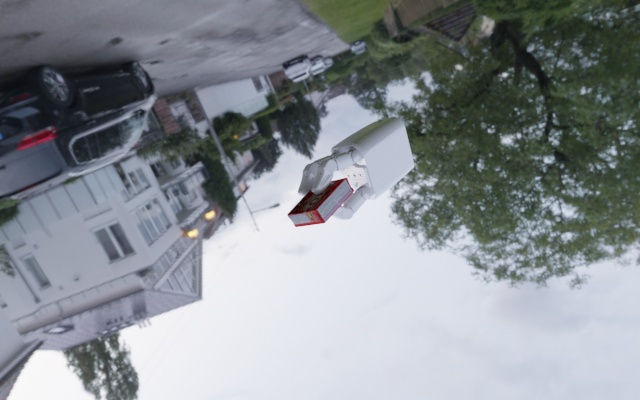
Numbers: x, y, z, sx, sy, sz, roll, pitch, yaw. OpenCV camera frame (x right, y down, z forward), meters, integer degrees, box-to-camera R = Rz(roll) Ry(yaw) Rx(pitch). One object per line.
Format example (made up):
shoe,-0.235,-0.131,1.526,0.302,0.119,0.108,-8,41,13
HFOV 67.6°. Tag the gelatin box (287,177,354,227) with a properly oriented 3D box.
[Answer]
gelatin box,0.000,0.003,0.760,0.073,0.030,0.089,-10,29,49
